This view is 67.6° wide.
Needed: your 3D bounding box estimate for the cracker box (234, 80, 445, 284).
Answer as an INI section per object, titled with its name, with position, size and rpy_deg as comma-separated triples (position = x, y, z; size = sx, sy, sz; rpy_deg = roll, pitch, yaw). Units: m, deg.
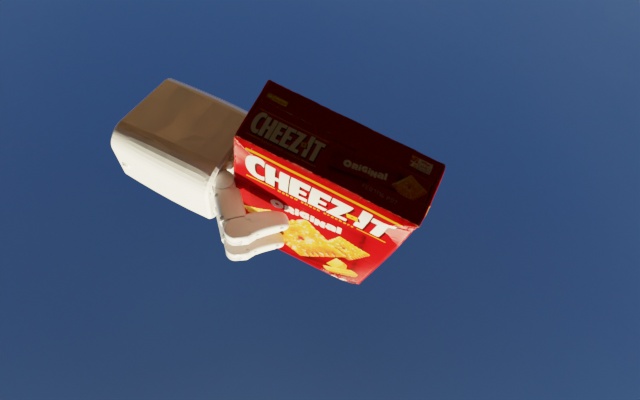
[cracker box]
position = 0.000, 0.001, 0.472
size = 0.164, 0.072, 0.214
rpy_deg = 26, -23, 2
